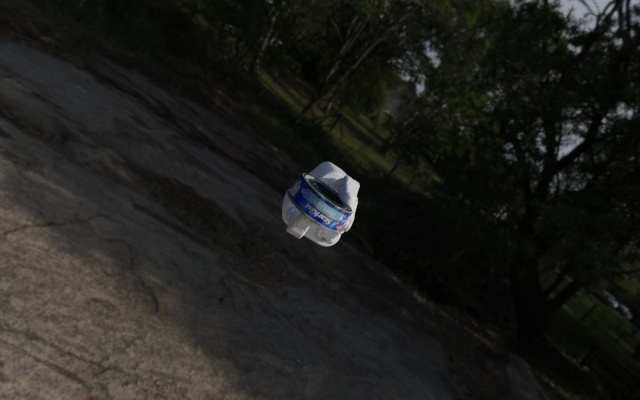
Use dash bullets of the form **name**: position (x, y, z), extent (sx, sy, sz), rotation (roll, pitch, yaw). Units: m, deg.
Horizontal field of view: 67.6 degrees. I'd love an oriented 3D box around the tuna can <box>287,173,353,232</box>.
- **tuna can**: position (0.000, 0.002, 0.630), extent (0.086, 0.034, 0.086), rotation (36, 13, -9)
